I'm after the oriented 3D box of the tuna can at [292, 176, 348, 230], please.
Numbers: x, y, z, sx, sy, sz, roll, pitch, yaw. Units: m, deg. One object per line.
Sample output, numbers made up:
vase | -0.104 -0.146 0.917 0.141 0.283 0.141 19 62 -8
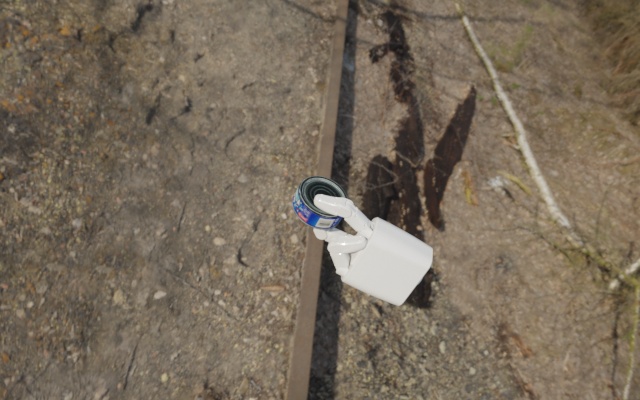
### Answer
tuna can | 0.000 0.002 0.755 0.086 0.086 0.034 0 -38 -27
